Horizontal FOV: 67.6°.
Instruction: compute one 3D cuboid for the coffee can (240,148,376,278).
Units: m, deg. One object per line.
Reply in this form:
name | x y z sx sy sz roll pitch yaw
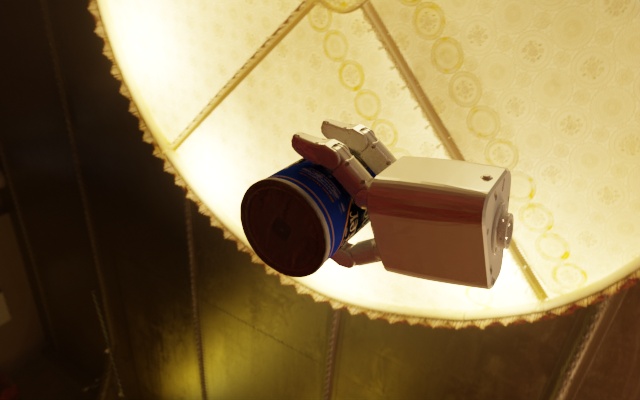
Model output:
coffee can | 0.000 0.002 0.501 0.103 0.103 0.140 0 23 36
